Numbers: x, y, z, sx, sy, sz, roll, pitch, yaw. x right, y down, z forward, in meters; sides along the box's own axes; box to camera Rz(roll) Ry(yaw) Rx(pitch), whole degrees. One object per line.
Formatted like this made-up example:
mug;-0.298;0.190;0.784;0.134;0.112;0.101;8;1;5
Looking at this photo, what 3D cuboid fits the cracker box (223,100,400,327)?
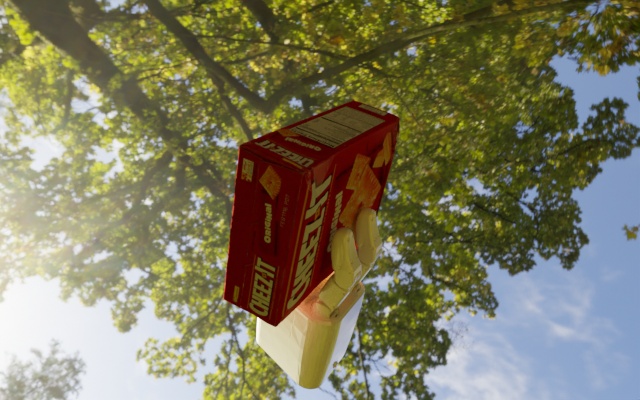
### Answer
cracker box;0.000;0.001;0.491;0.072;0.164;0.213;23;30;21
